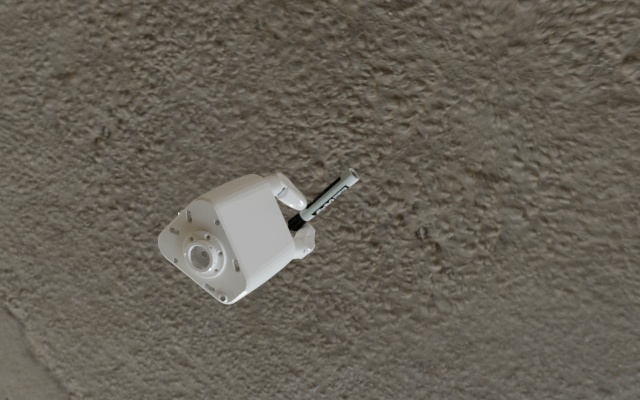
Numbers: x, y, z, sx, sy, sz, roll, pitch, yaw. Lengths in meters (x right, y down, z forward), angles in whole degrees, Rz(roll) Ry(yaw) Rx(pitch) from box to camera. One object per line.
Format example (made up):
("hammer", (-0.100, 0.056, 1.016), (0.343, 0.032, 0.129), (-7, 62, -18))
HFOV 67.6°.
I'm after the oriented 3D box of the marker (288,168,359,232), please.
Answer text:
("marker", (0.000, 0.002, 0.614), (0.121, 0.020, 0.020), (-40, -20, 26))
